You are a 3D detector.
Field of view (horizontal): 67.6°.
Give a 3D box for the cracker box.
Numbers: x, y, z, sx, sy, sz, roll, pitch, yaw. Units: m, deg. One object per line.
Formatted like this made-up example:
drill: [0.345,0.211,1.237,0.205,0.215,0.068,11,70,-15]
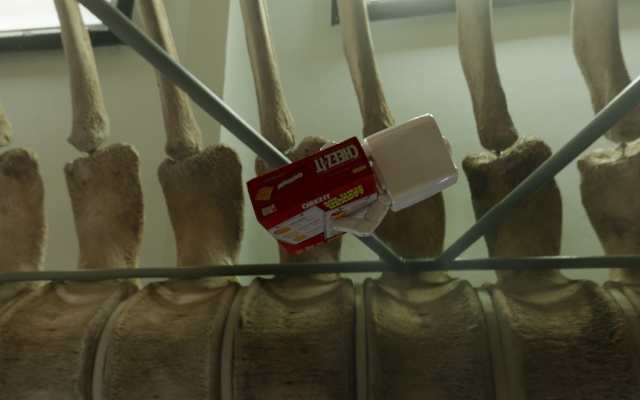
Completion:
cracker box: [0.000,0.003,0.718,0.164,0.072,0.214,-23,-21,1]
